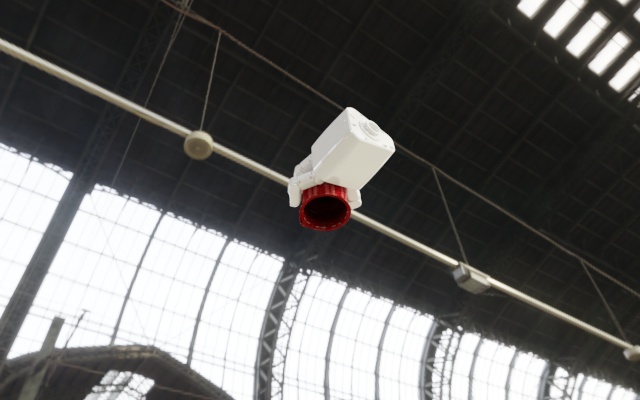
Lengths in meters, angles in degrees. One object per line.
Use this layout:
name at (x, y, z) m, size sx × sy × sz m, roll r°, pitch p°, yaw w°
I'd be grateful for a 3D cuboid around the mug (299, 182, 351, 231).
mug at (-0.001, 0.004, 0.892) m, size 0.093 × 0.081 × 0.117 m, roll 27°, pitch -54°, yaw -25°
